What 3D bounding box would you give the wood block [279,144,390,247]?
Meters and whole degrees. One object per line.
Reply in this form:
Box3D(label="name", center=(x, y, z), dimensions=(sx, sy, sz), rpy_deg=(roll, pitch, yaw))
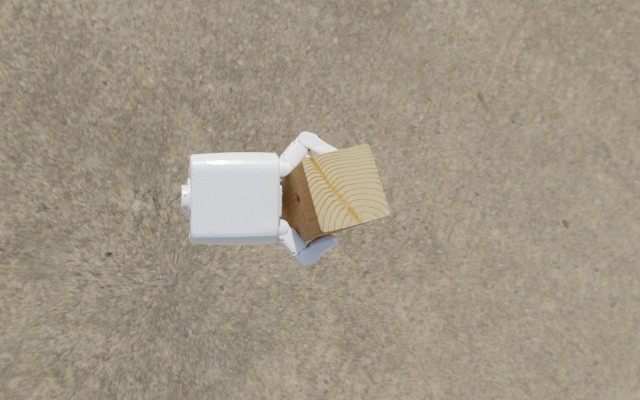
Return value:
Box3D(label="wood block", center=(0.000, 0.002, 0.643), dimensions=(0.090, 0.091, 0.206), rpy_deg=(-14, -5, -19))
